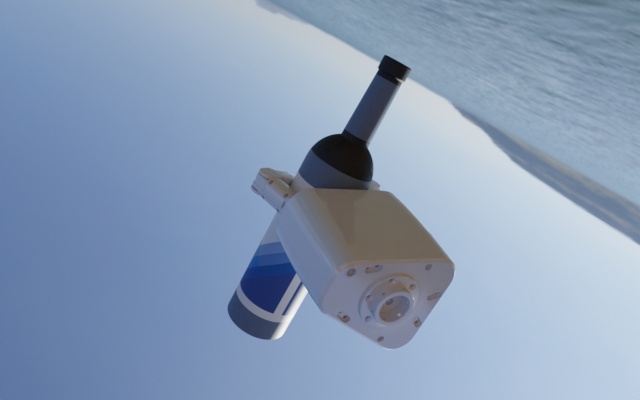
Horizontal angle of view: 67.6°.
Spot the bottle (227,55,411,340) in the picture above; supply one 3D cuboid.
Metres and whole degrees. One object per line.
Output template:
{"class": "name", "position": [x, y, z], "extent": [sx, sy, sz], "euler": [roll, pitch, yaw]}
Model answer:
{"class": "bottle", "position": [0.000, 0.002, 0.462], "extent": [0.069, 0.296, 0.069], "euler": [26, 18, -9]}
